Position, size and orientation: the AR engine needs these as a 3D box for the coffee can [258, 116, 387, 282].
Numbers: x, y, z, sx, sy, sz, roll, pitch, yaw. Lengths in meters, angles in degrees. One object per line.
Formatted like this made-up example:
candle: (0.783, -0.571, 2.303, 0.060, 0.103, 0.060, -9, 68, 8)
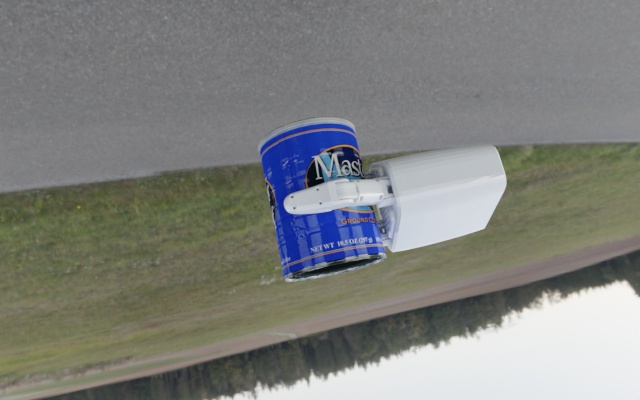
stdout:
coffee can: (0.000, 0.001, 0.482, 0.103, 0.140, 0.103, -12, -14, -3)
